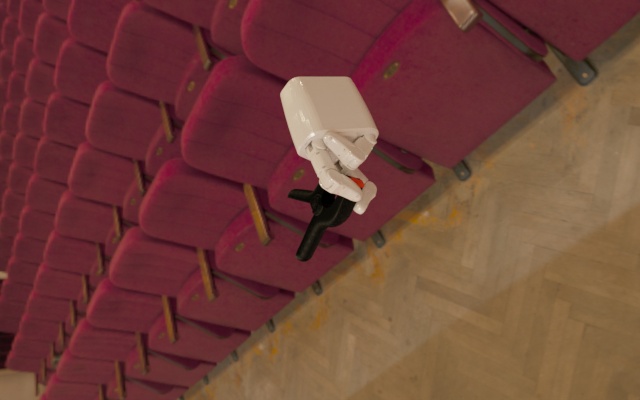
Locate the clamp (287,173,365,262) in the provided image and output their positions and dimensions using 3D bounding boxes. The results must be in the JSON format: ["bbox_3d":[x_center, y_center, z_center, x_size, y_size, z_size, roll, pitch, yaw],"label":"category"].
[{"bbox_3d":[0.000,0.002,0.710,0.039,0.120,0.171,3,-35,-39],"label":"clamp"}]
